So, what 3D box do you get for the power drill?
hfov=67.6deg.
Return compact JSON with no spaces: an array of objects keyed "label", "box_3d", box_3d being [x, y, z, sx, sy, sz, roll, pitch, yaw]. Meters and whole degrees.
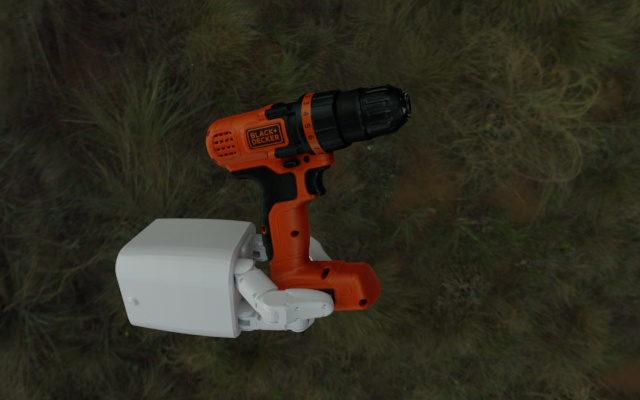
[{"label":"power drill","box_3d":[0.000,0.002,0.421,0.184,0.188,0.057,-8,10,24]}]
